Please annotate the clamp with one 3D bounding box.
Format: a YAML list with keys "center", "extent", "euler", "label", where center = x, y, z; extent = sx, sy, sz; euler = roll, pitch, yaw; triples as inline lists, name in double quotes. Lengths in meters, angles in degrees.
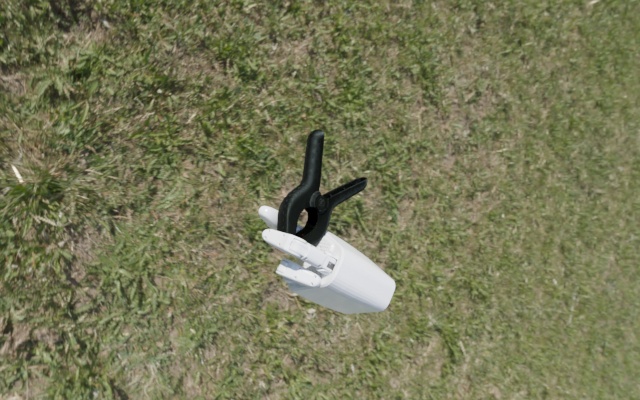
- center: [0.000, 0.002, 0.659]
  extent: [0.120, 0.171, 0.039]
  euler: [32, -14, -28]
  label: "clamp"
